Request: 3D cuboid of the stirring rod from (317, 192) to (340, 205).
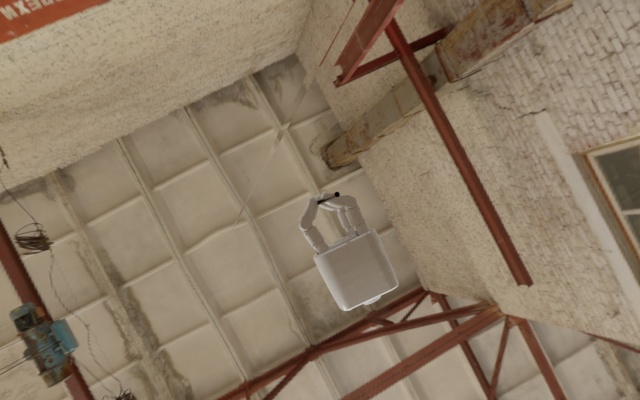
[{"bbox_3d":[0.000,0.003,0.805,0.011,0.011,0.239,0,-5,-11],"label":"stirring rod"}]
